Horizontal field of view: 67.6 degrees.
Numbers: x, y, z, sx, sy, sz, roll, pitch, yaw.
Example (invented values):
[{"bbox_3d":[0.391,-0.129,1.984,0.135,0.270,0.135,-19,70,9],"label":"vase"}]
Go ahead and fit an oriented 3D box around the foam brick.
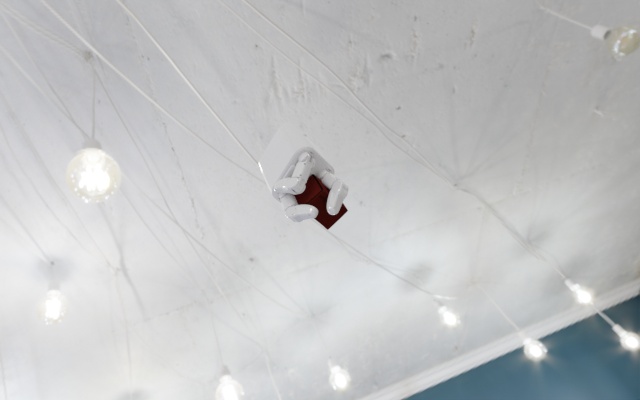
[{"bbox_3d":[0.000,0.003,0.833,0.078,0.053,0.051,41,11,-40],"label":"foam brick"}]
